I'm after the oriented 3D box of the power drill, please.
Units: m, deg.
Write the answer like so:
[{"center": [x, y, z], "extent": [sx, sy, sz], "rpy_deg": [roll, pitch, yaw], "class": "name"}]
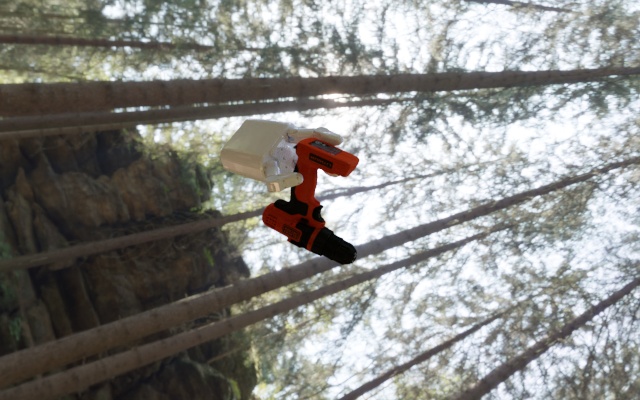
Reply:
[{"center": [0.000, 0.002, 0.807], "extent": [0.184, 0.188, 0.057], "rpy_deg": [26, 25, 13], "class": "power drill"}]
